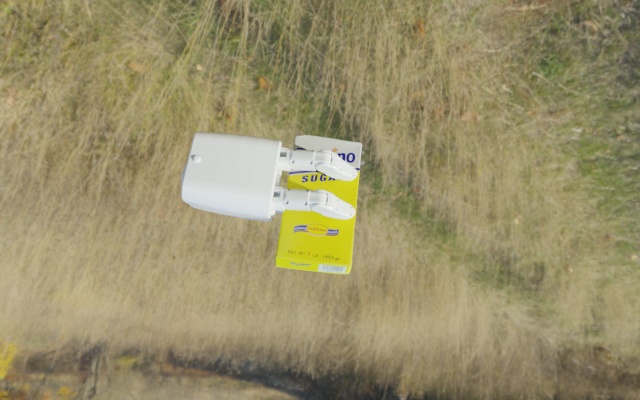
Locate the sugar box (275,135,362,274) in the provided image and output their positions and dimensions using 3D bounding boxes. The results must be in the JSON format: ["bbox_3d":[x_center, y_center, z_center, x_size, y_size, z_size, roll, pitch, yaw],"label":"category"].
[{"bbox_3d":[0.000,0.002,0.613,0.093,0.176,0.048,7,-24,-2],"label":"sugar box"}]
